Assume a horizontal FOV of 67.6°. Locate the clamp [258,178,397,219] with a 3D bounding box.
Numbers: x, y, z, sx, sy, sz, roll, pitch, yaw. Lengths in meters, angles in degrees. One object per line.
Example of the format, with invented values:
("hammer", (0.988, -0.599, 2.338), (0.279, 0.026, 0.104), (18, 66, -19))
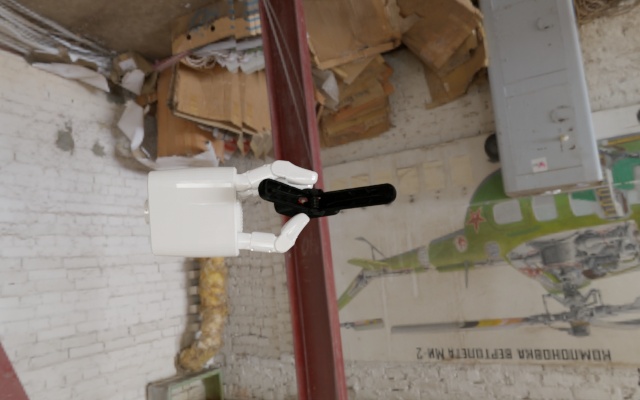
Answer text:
("clamp", (0.000, 0.003, 0.638), (0.164, 0.036, 0.210), (2, -9, -7))
